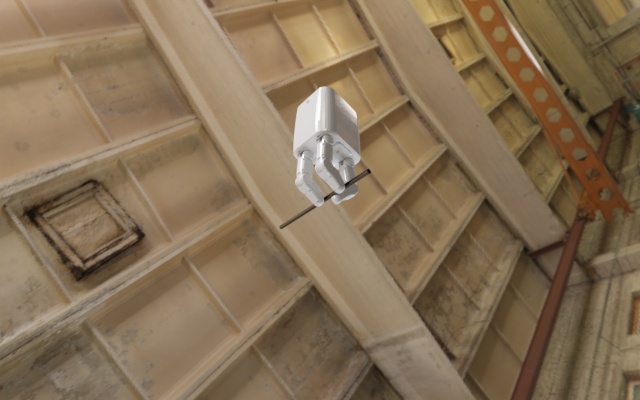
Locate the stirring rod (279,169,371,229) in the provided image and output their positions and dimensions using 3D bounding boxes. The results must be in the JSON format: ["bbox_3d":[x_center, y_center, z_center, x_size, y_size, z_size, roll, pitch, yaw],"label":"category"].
[{"bbox_3d":[0.000,0.003,0.814,0.011,0.011,0.239,0,-23,-42],"label":"stirring rod"}]
